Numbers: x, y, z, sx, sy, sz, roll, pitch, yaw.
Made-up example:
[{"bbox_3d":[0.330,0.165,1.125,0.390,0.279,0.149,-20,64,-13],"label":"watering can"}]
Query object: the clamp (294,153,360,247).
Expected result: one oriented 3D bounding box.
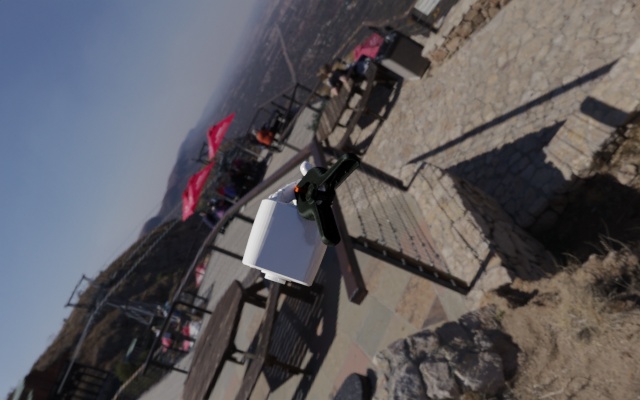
[{"bbox_3d":[0.000,0.002,0.665,0.039,0.120,0.171,20,-10,-18],"label":"clamp"}]
